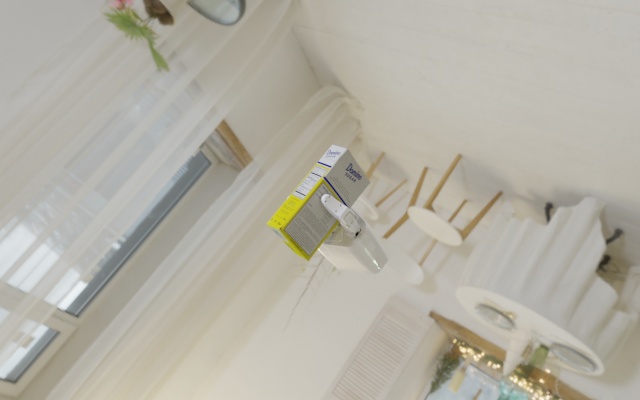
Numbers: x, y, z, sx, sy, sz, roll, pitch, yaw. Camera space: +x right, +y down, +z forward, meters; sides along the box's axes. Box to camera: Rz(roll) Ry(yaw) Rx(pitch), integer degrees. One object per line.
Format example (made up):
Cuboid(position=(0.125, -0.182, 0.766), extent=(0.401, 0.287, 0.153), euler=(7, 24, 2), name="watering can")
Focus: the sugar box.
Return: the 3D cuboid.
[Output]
Cuboid(position=(0.000, 0.003, 0.792), extent=(0.048, 0.176, 0.093), euler=(21, -23, 46), name="sugar box")
